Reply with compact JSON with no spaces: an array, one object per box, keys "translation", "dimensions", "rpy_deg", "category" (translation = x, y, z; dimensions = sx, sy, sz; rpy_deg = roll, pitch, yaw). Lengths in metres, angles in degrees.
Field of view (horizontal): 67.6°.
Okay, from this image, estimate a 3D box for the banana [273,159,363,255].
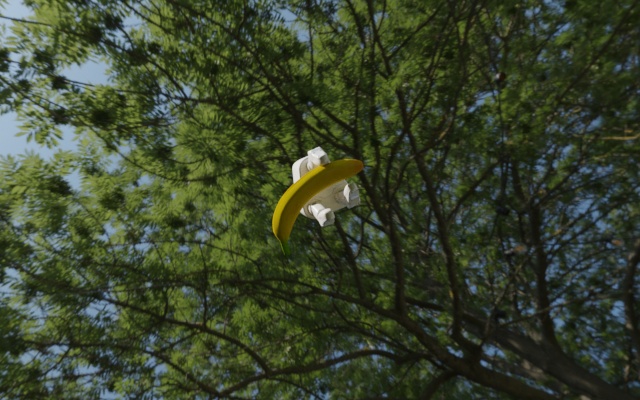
[{"translation":[-0.016,-0.007,0.775],"dimensions":[0.069,0.198,0.037],"rpy_deg":[42,-7,-9],"category":"banana"}]
